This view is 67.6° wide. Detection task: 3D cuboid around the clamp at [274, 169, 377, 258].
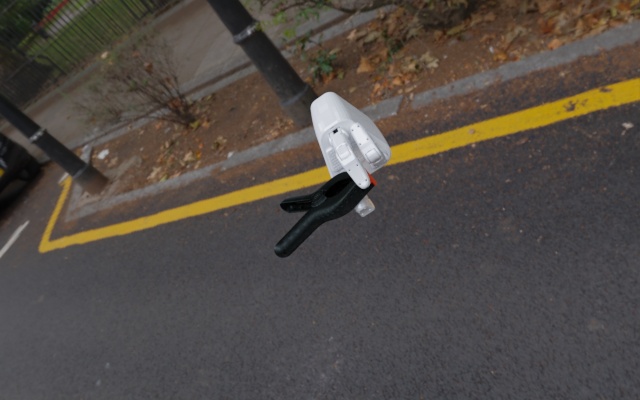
[{"bbox_3d":[0.000,0.002,0.693,0.171,0.039,0.120,-33,36,13],"label":"clamp"}]
